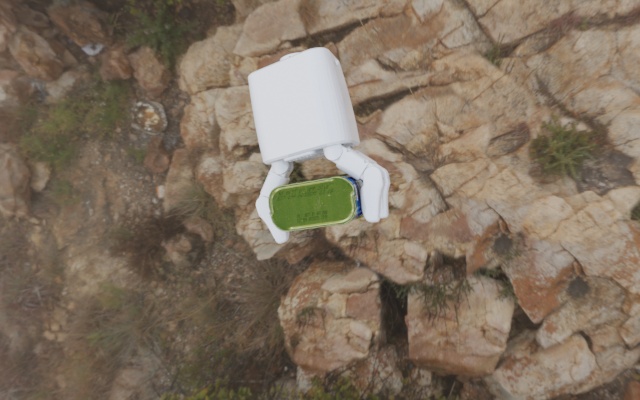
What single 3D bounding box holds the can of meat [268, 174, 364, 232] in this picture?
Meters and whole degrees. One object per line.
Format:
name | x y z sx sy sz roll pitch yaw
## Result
can of meat | 0.000 0.002 0.544 0.102 0.057 0.084 -9 1 14
